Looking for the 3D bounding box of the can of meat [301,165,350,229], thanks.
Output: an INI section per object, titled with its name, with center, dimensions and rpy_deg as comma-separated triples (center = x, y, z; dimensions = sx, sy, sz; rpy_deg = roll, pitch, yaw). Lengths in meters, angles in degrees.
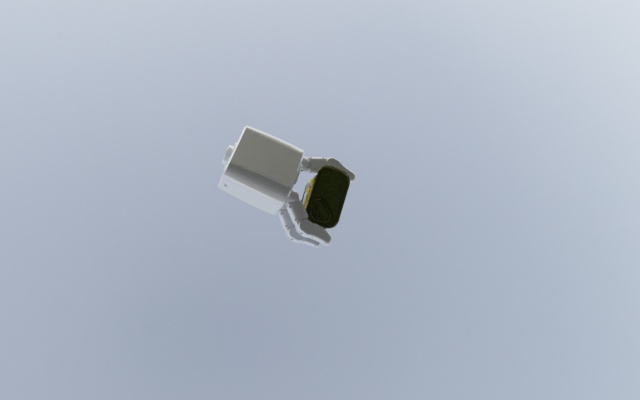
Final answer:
[can of meat]
center = 0.000, 0.003, 0.802
dimensions = 0.057, 0.102, 0.084
rpy_deg = 21, -19, -13
